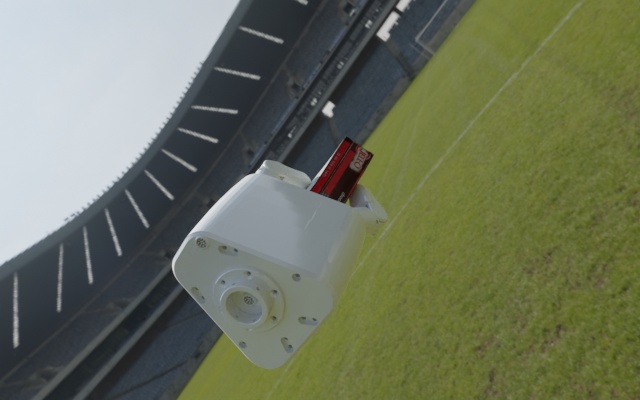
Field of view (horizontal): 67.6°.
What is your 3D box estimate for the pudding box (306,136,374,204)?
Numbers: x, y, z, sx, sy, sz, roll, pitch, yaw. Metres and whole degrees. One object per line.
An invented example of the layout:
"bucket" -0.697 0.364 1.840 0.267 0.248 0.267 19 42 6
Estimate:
"pudding box" 0.000 0.002 0.479 0.039 0.090 0.113 36 -36 -3
